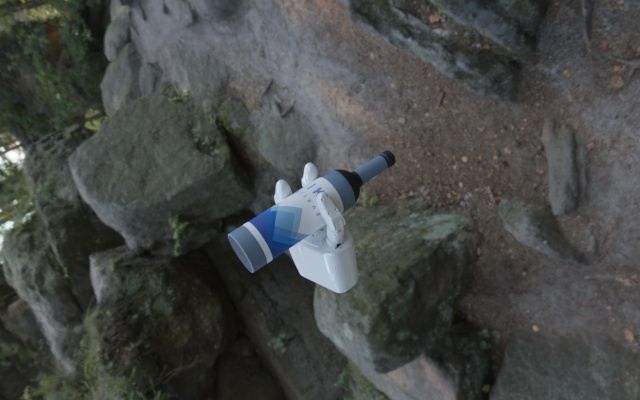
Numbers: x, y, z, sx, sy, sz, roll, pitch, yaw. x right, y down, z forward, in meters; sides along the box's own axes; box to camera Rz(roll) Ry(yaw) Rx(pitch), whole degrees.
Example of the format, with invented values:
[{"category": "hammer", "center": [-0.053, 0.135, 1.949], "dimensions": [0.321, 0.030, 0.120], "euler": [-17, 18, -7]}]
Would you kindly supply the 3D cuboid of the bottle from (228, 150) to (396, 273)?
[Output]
[{"category": "bottle", "center": [0.000, 0.002, 0.741], "dimensions": [0.295, 0.069, 0.069], "euler": [-33, 13, -21]}]
